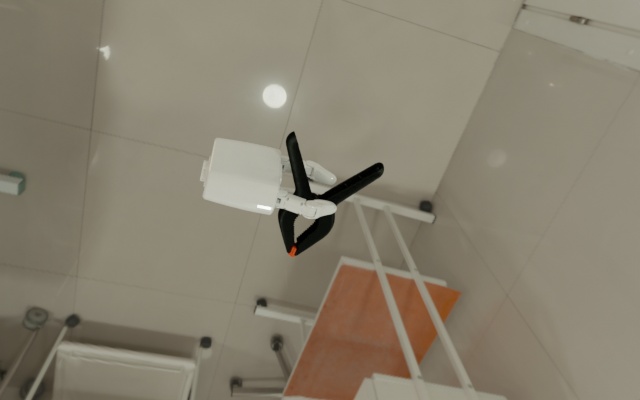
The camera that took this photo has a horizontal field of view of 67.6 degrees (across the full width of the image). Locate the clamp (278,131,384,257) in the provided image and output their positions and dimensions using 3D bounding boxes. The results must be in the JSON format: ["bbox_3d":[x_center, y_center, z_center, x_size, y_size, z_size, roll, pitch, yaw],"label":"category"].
[{"bbox_3d":[0.000,0.003,0.769,0.164,0.210,0.036,11,26,-15],"label":"clamp"}]
